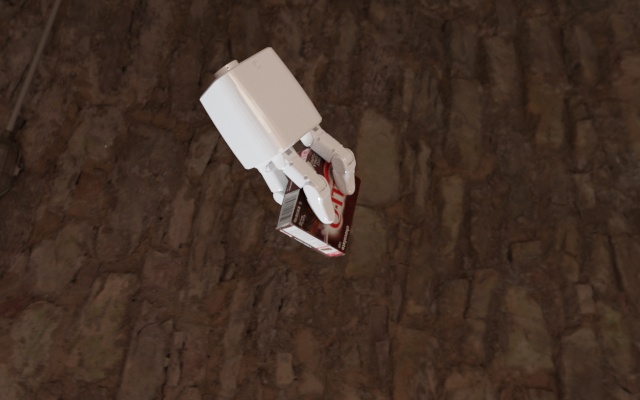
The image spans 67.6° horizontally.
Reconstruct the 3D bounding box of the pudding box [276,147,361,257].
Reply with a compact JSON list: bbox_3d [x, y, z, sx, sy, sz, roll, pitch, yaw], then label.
[{"bbox_3d":[0.000,0.002,0.596,0.090,0.113,0.039,31,-29,-31],"label":"pudding box"}]
